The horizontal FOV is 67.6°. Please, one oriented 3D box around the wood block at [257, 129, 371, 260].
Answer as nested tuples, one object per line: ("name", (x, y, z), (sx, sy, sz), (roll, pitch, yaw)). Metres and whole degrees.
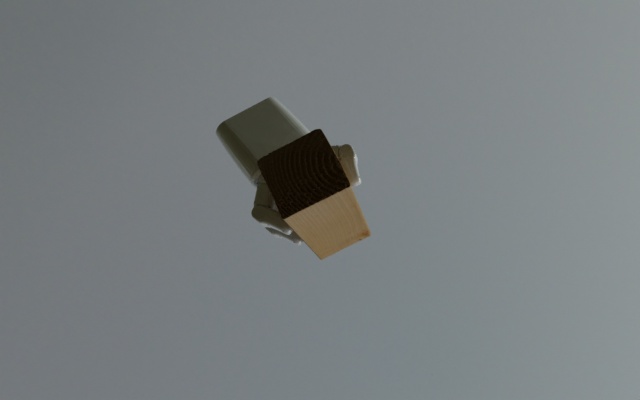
("wood block", (0.000, 0.002, 0.654), (0.091, 0.090, 0.206), (-27, -23, 2))
